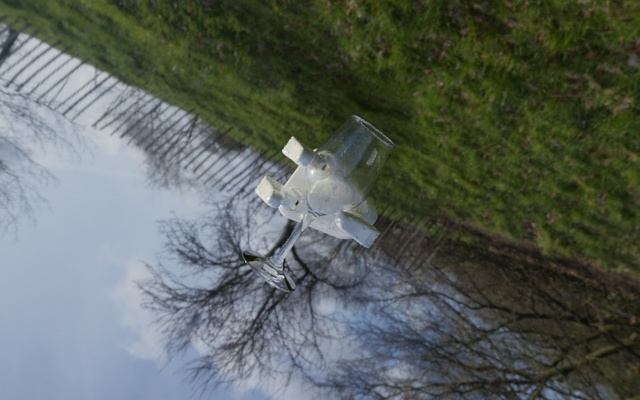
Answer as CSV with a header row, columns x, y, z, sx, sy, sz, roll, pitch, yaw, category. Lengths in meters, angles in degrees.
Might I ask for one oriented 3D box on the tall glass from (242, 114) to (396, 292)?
x,y,z,sx,sy,sz,roll,pitch,yaw,category
0.000,0.002,0.539,0.079,0.201,0.079,36,6,-4,tall glass
